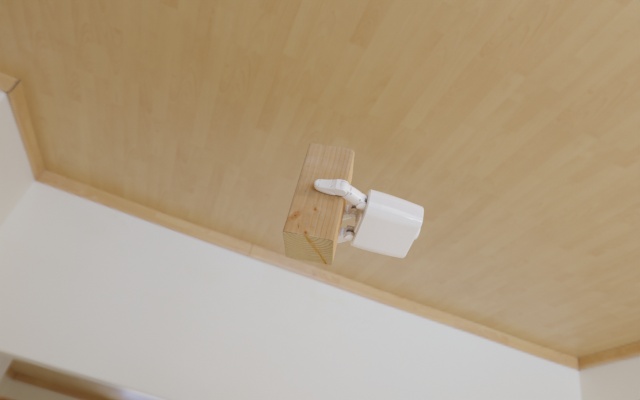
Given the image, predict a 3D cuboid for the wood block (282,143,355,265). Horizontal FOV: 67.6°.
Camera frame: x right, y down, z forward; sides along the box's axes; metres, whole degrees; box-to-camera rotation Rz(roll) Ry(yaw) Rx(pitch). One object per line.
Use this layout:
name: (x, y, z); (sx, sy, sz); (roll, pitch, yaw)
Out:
wood block: (0.001, 0.003, 0.892); (0.090, 0.206, 0.091); (10, -35, 7)
